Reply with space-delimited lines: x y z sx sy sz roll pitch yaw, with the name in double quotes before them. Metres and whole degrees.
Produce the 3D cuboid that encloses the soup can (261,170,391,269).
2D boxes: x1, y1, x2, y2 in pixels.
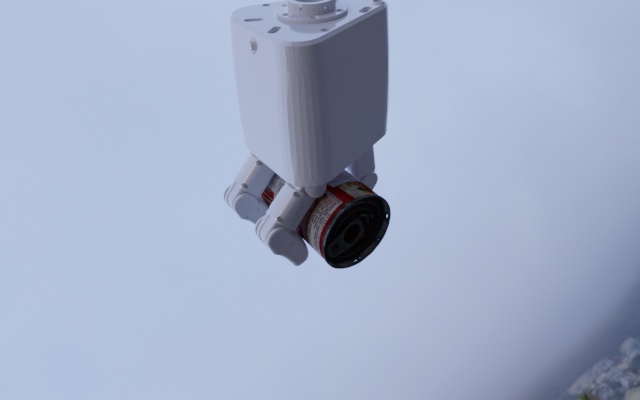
"soup can" 0.000 0.002 0.406 0.068 0.068 0.102 0 29 -42
